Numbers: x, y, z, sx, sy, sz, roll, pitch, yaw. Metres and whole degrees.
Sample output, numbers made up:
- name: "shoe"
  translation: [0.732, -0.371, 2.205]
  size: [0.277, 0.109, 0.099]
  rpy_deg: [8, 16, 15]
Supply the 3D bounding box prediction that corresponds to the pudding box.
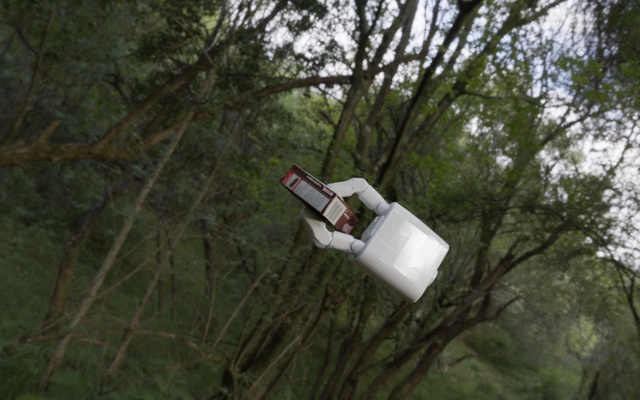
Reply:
- name: "pudding box"
  translation: [0.000, 0.002, 0.703]
  size: [0.090, 0.039, 0.113]
  rpy_deg: [35, -7, 28]
